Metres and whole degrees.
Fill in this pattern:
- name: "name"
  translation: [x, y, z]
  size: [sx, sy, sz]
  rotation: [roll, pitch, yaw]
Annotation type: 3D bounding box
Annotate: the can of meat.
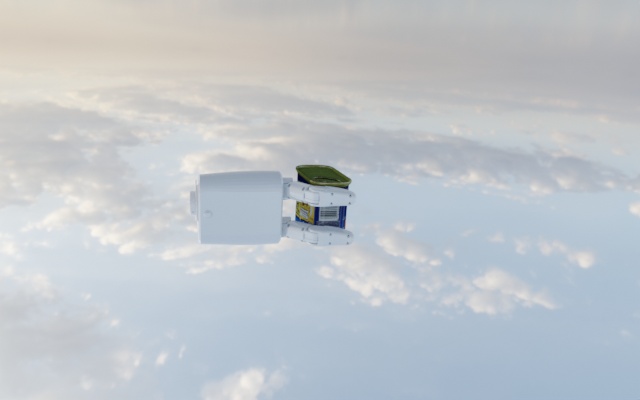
- name: "can of meat"
  translation: [0.000, 0.002, 0.663]
  size: [0.057, 0.084, 0.102]
  rotation: [-2, 18, -20]
